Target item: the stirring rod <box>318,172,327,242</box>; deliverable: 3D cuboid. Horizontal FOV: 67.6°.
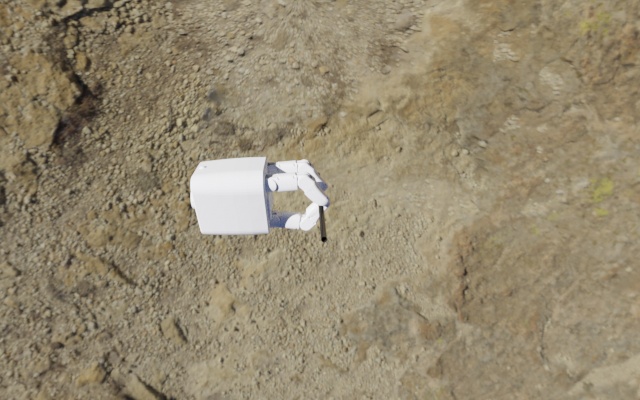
[{"bbox_3d":[0.000,0.002,0.717,0.011,0.011,0.239,0,23,-2],"label":"stirring rod"}]
